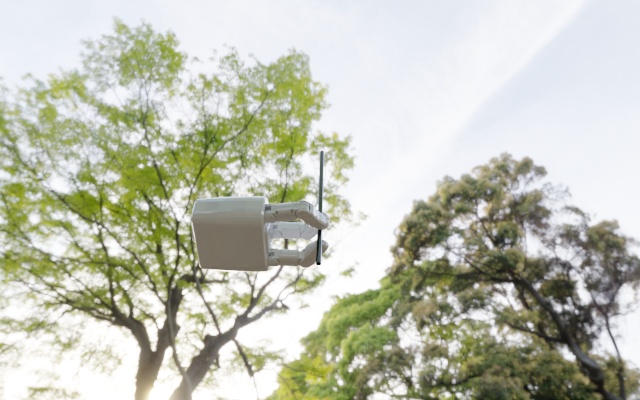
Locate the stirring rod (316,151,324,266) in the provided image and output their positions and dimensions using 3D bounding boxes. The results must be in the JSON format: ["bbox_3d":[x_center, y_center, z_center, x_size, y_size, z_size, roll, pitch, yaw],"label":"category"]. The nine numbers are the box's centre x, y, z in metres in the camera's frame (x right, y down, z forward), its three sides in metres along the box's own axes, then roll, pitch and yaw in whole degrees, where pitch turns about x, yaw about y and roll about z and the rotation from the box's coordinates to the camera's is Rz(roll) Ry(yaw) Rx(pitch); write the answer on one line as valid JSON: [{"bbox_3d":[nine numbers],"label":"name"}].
[{"bbox_3d":[0.000,0.003,0.753,0.011,0.239,0.011,1,-44,1],"label":"stirring rod"}]
